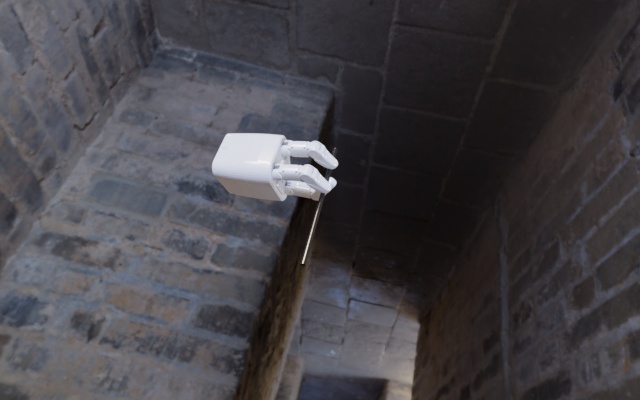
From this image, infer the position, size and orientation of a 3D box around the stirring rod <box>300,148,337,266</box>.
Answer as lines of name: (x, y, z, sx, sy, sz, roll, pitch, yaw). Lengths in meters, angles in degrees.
stirring rod: (0.000, 0.002, 0.778, 0.011, 0.239, 0.011, 10, -37, 8)
